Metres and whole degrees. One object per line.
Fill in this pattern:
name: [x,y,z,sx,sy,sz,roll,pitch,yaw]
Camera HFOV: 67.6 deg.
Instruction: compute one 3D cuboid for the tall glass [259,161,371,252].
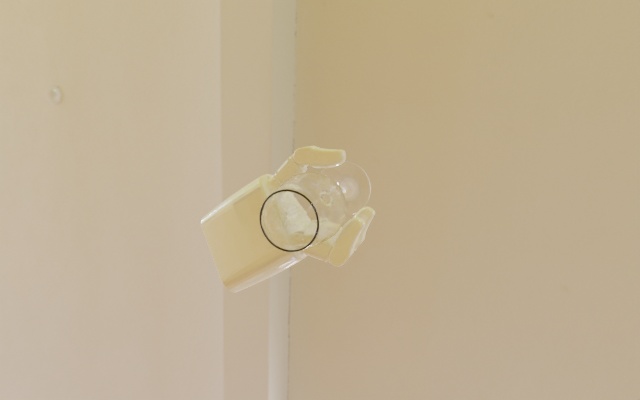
tall glass: [0.000,0.002,0.549,0.079,0.079,0.201,0,10,18]
